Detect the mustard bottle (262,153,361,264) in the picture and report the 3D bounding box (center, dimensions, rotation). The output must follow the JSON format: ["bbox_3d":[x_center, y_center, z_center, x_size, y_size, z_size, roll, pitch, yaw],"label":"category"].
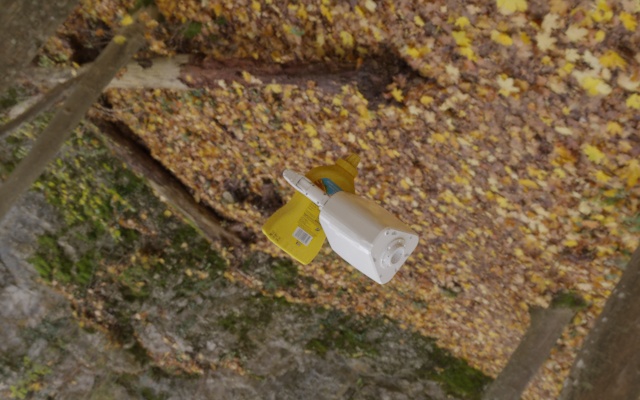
[{"bbox_3d":[0.000,0.003,0.767,0.096,0.191,0.058,40,-3,-26],"label":"mustard bottle"}]
